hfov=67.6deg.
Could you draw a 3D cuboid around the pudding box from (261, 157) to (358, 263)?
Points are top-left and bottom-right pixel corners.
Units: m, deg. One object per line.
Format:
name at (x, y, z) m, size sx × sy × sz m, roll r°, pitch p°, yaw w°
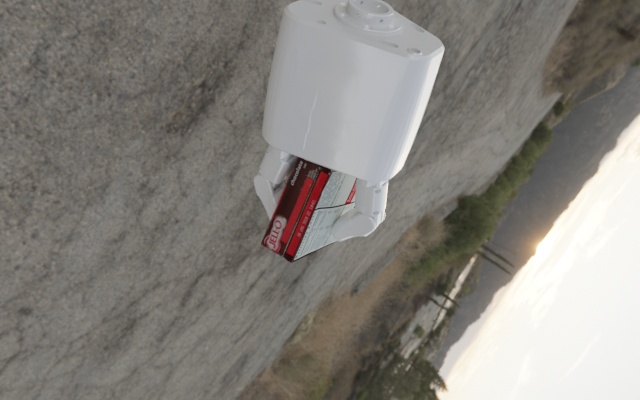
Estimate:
pudding box at (0.000, 0.001, 0.441) m, size 0.039 × 0.090 × 0.113 m, roll 31°, pitch 16°, yaw 20°
